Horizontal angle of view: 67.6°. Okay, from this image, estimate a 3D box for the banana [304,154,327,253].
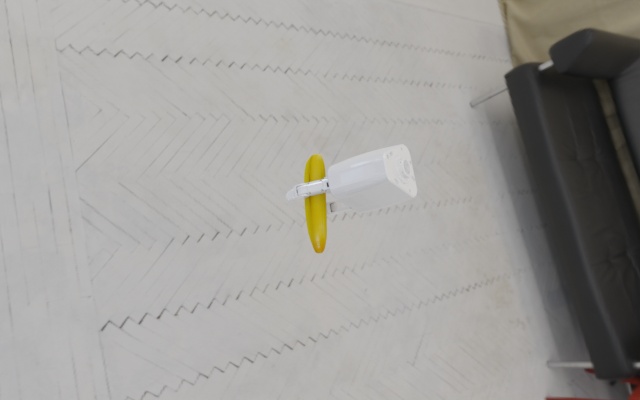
[{"bbox_3d":[-0.006,-0.009,0.837,0.037,0.197,0.070,-9,-30,15],"label":"banana"}]
